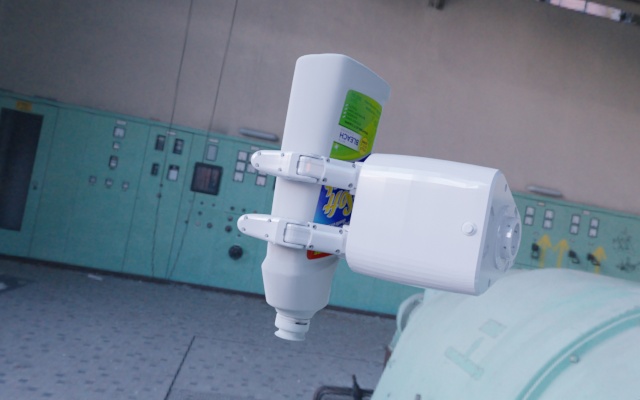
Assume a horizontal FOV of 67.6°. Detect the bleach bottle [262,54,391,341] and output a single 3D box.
[{"bbox_3d":[0.000,0.001,0.445,0.068,0.251,0.102,9,-2,35],"label":"bleach bottle"}]
